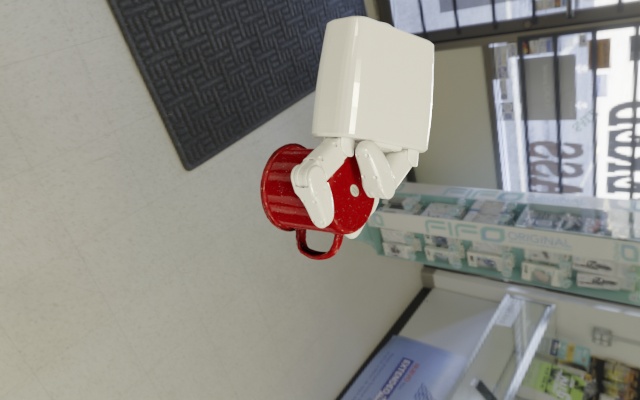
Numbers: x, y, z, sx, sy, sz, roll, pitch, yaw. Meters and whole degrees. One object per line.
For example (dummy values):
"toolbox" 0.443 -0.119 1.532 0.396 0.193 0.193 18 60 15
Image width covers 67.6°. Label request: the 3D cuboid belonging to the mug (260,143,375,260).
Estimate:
"mug" 0.000 0.003 0.478 0.081 0.117 0.093 6 2 39
